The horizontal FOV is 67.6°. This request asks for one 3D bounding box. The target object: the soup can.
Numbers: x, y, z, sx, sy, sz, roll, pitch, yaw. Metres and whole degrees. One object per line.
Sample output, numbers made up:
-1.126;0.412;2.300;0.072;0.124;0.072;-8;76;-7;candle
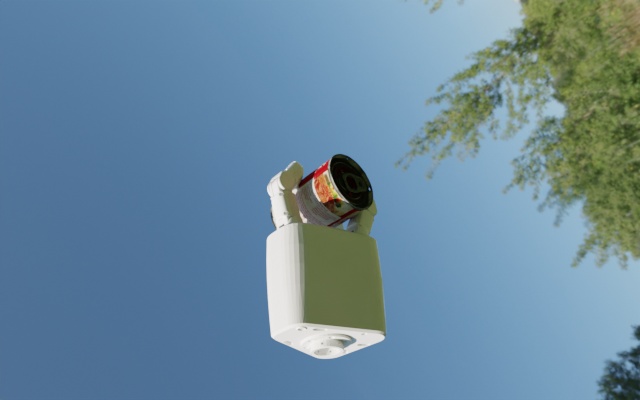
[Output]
0.000;0.001;0.543;0.102;0.068;0.068;-33;-21;35;soup can
